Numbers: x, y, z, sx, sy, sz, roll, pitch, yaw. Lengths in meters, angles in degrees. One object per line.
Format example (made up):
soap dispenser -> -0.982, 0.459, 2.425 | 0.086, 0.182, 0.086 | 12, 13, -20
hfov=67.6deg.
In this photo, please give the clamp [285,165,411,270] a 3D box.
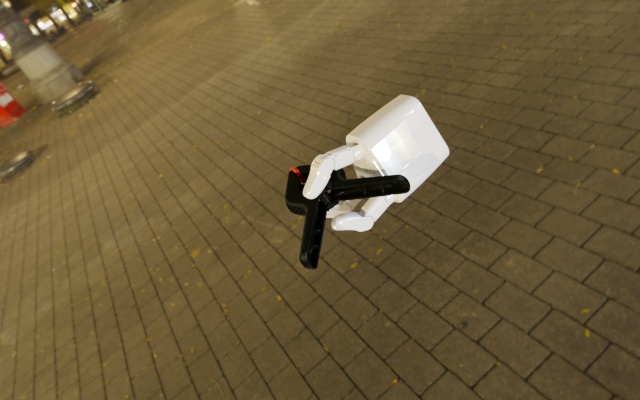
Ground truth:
clamp -> 0.000, 0.001, 0.644 | 0.164, 0.036, 0.210 | -42, 33, -13
